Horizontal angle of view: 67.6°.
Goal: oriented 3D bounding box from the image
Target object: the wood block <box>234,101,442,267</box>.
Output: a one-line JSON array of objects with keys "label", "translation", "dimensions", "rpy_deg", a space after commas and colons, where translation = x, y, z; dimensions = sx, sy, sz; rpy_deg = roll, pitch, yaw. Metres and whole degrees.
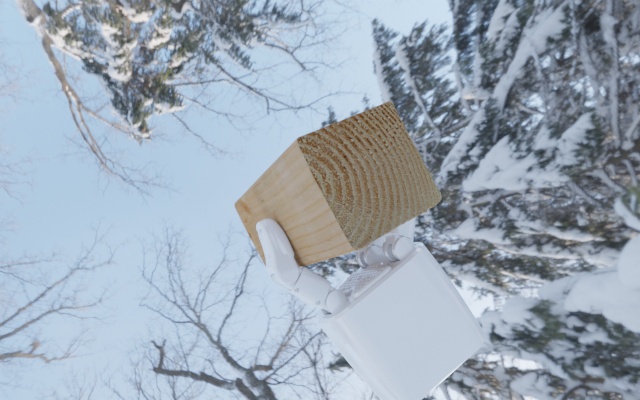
[{"label": "wood block", "translation": [0.000, 0.002, 0.437], "dimensions": [0.091, 0.090, 0.206], "rpy_deg": [-27, -2, -26]}]
